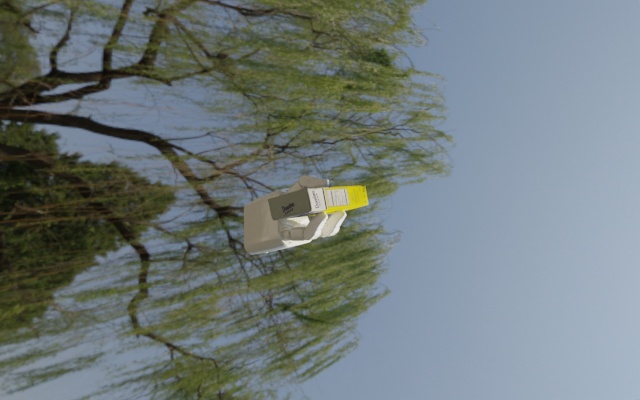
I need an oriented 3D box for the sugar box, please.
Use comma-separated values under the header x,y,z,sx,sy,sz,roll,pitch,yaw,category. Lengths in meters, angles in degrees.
x,y,z,sx,sy,sz,roll,pitch,yaw,category
0.000,0.003,0.860,0.093,0.048,0.176,-15,-3,38,sugar box
